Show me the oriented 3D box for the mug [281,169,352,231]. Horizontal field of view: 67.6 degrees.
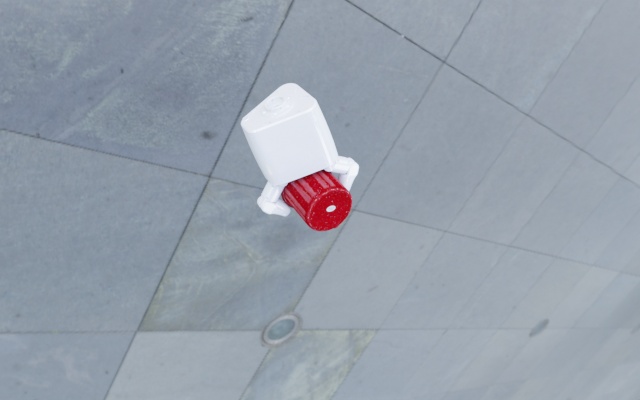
[{"bbox_3d":[0.001,0.004,0.756,0.093,0.117,0.081,-34,44,-8],"label":"mug"}]
